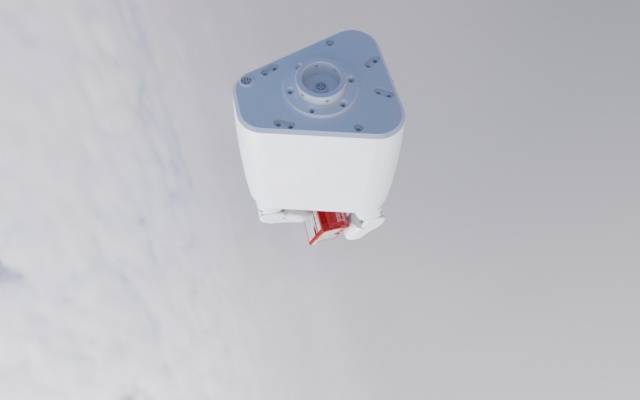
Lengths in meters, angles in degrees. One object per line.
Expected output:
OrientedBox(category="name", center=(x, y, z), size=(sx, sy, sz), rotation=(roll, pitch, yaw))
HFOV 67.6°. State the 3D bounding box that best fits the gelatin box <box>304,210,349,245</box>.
OrientedBox(category="gelatin box", center=(0.000, 0.002, 0.486), size=(0.030, 0.073, 0.089), rotation=(-11, -12, -12))
